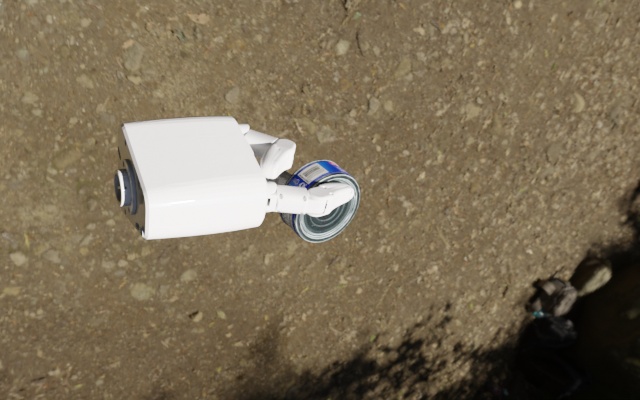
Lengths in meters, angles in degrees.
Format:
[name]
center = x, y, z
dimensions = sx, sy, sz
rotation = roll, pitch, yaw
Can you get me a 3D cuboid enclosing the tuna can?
[tuna can]
center = 0.000, 0.002, 0.510
dimensions = 0.086, 0.086, 0.033
rotation = 0, 28, -40
